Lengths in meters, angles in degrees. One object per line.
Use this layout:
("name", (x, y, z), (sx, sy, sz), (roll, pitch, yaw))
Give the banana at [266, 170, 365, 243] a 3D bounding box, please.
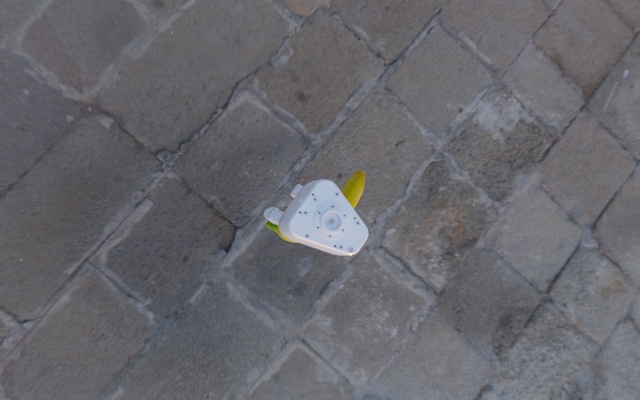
("banana", (0.006, 0.021, 0.831), (0.198, 0.069, 0.037), (-29, 1, -9))
